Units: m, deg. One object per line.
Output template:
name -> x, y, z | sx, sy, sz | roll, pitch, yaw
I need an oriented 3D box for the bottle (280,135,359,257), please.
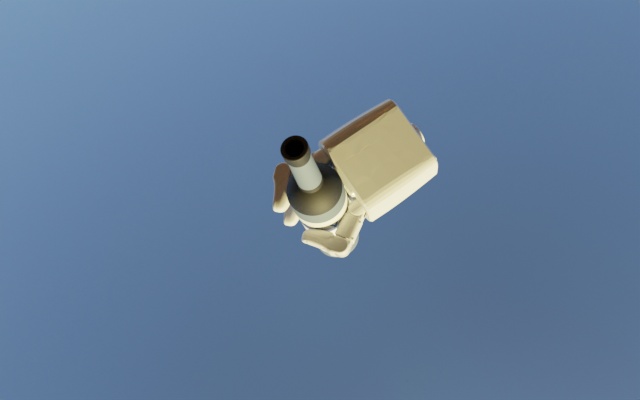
bottle -> 0.000, 0.002, 0.583 | 0.069, 0.069, 0.296 | 0, -20, 10
